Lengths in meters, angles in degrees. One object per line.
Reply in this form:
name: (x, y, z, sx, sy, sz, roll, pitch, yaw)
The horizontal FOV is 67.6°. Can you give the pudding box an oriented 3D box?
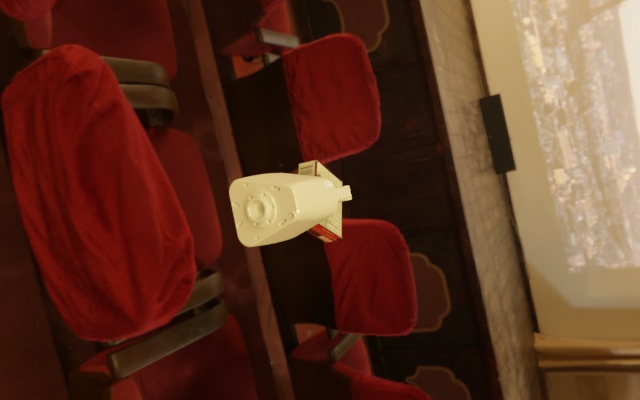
pudding box: (0.000, 0.003, 0.787, 0.039, 0.113, 0.090, -11, -28, 28)
